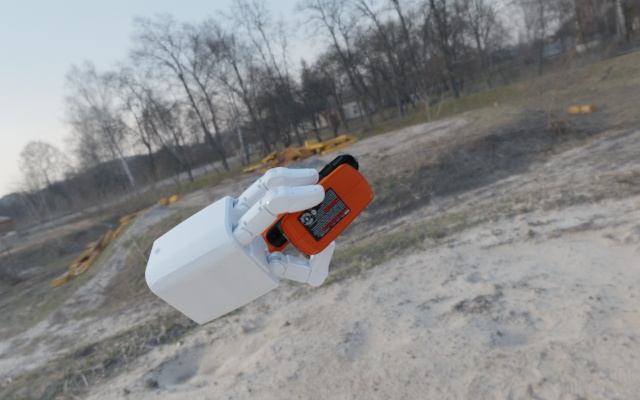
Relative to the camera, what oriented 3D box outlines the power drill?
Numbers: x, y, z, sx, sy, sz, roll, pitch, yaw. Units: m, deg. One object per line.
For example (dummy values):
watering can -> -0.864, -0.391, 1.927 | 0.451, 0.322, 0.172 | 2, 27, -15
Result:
power drill -> 0.000, 0.002, 0.597 | 0.184, 0.057, 0.187 | -45, 7, -11
